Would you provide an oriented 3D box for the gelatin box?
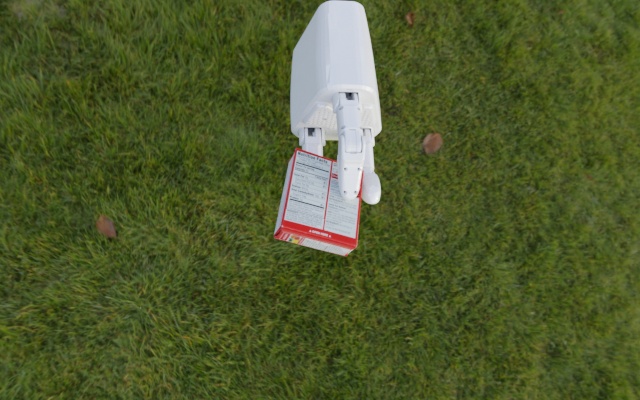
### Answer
[{"bbox_3d":[0.000,0.002,0.456,0.073,0.089,0.030,16,-31,-14],"label":"gelatin box"}]
